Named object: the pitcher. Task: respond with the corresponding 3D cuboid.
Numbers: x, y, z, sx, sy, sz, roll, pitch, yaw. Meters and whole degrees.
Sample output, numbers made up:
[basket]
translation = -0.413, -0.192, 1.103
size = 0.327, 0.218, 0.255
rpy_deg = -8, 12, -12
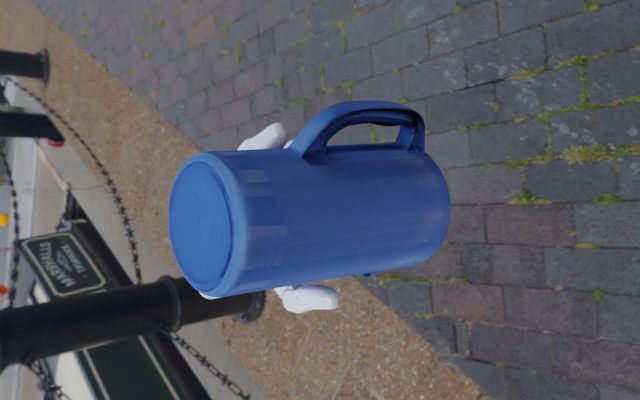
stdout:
[pitcher]
translation = 0.000, 0.002, 0.425
size = 0.243, 0.149, 0.145
rpy_deg = -5, -15, -44
